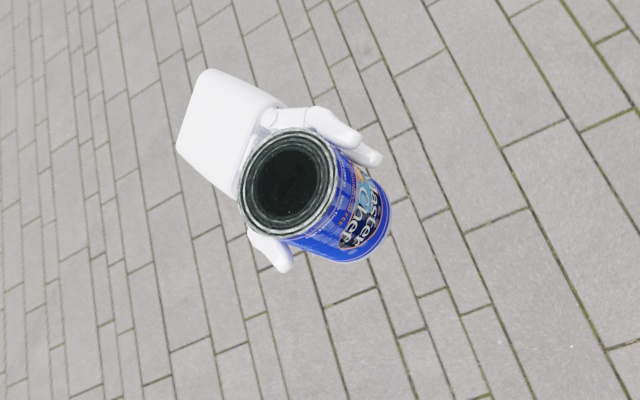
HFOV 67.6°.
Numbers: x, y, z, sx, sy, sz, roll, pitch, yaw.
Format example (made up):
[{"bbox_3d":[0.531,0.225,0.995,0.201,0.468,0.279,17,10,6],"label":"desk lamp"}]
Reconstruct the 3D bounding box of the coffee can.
[{"bbox_3d":[0.000,0.002,0.473,0.103,0.102,0.140,0,-15,28],"label":"coffee can"}]
